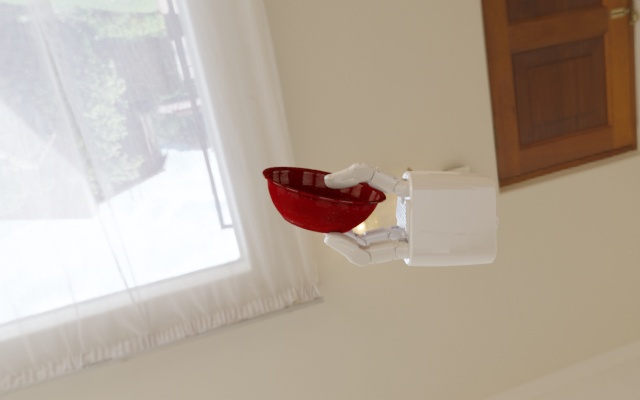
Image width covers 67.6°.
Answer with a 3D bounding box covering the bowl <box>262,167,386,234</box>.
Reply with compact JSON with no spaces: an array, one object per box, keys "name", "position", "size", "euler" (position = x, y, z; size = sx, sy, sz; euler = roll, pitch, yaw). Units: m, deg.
[{"name":"bowl","position":[-0.001,0.002,0.618],"size":[0.162,0.055,0.162],"euler":[12,14,-3]}]
